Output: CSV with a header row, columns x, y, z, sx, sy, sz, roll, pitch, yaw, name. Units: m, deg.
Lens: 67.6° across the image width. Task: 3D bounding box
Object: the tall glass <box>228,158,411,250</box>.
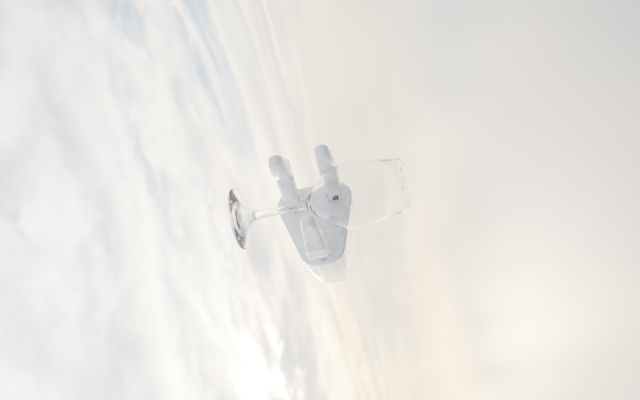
x,y,z,sx,sy,sz,roll,pitch,yaw,name
-0.001,0.002,0.557,0.201,0.079,0.079,-12,-1,5,tall glass
